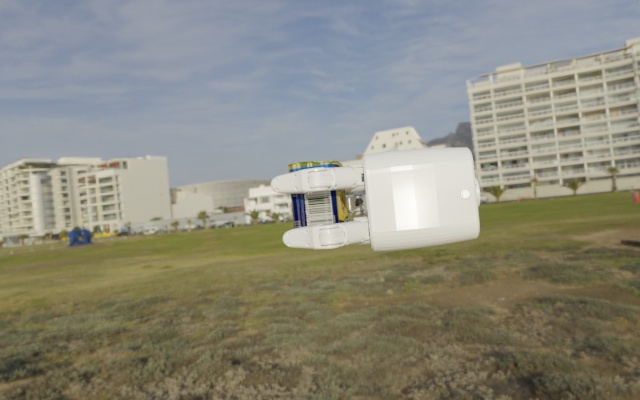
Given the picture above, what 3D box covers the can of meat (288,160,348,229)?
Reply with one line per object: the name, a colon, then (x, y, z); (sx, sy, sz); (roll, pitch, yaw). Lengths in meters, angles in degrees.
can of meat: (0.000, 0.001, 0.524); (0.057, 0.084, 0.102); (-5, -1, 8)
